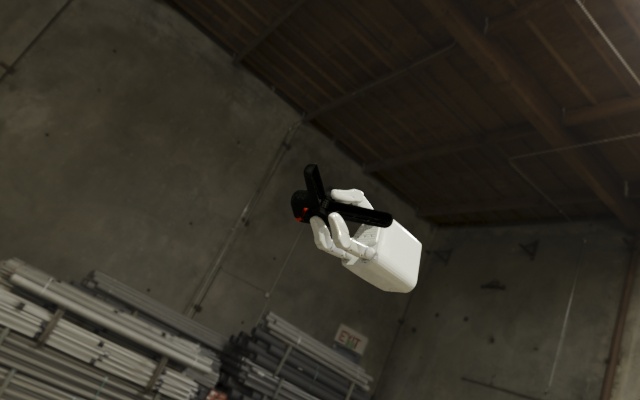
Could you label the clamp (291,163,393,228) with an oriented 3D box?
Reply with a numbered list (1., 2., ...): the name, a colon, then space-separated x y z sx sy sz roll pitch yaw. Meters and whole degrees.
1. clamp: 0.000 0.002 0.797 0.164 0.036 0.210 37 -24 -24
